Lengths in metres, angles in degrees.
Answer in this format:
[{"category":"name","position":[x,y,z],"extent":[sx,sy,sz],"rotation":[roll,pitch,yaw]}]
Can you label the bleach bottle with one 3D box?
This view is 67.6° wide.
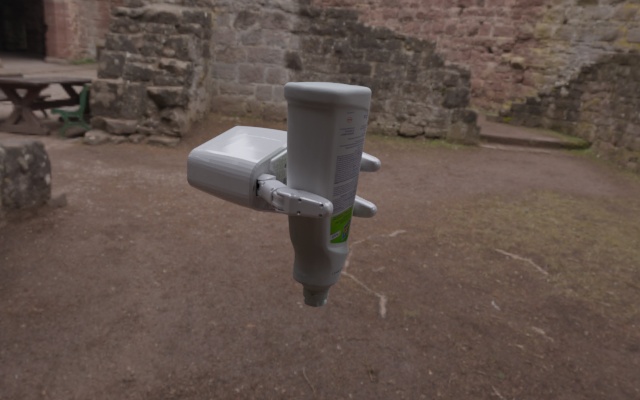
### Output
[{"category":"bleach bottle","position":[0.000,0.002,0.523],"extent":[0.068,0.251,0.102],"rotation":[15,19,29]}]
